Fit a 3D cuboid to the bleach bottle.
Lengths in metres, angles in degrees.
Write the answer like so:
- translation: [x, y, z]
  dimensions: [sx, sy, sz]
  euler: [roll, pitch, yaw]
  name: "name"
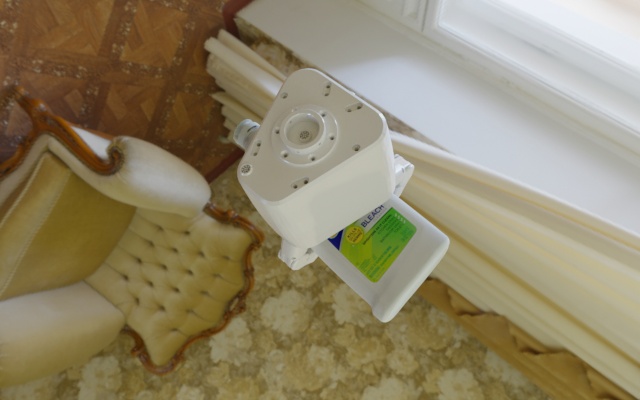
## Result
- translation: [0.000, 0.002, 0.484]
  dimensions: [0.250, 0.102, 0.068]
  euler: [39, -9, 20]
  name: "bleach bottle"
